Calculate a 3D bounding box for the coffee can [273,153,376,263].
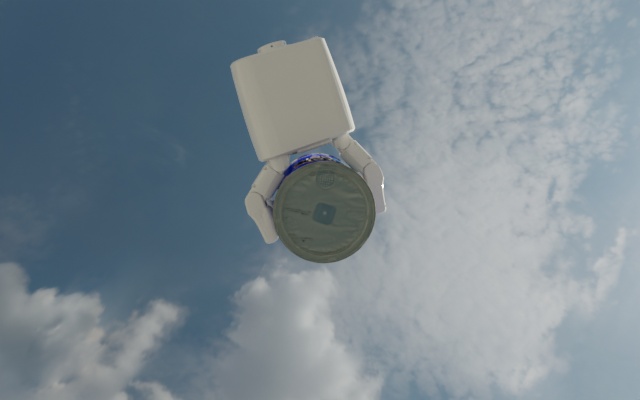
[{"bbox_3d":[0.000,0.002,0.538,0.103,0.103,0.140,0,9,-3],"label":"coffee can"}]
